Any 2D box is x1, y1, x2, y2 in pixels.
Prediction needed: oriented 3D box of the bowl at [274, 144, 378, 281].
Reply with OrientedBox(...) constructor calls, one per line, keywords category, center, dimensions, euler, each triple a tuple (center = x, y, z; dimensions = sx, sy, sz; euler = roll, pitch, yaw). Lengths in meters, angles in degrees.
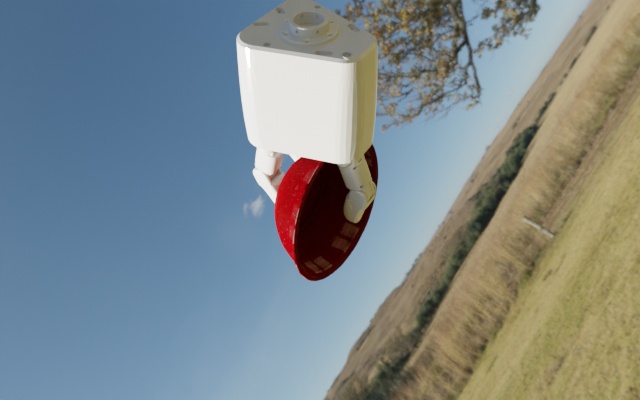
OrientedBox(category="bowl", center=(0.000, 0.003, 0.515), dimensions=(0.055, 0.162, 0.162), euler=(20, 10, 29))
